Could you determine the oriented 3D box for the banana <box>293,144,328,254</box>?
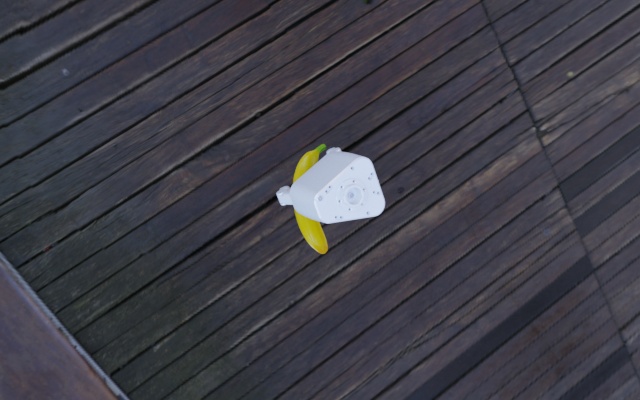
[{"bbox_3d":[-0.017,0.000,0.839,0.069,0.198,0.037,-3,7,-25],"label":"banana"}]
